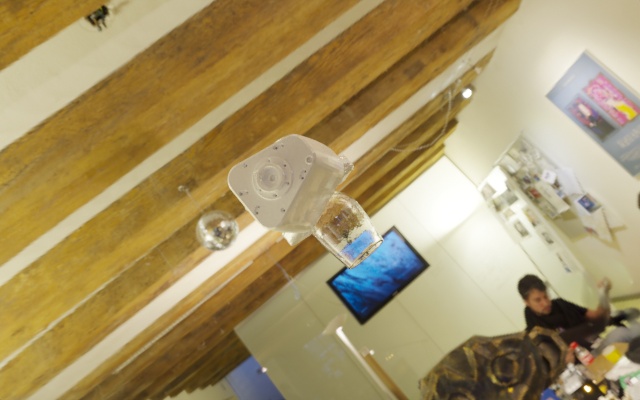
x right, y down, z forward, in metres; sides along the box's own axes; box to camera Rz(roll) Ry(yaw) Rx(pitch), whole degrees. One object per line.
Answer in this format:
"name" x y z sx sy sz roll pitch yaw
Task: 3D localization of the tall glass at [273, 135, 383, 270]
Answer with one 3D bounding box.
"tall glass" 0.000 0.002 0.679 0.079 0.201 0.079 -38 -15 -12
